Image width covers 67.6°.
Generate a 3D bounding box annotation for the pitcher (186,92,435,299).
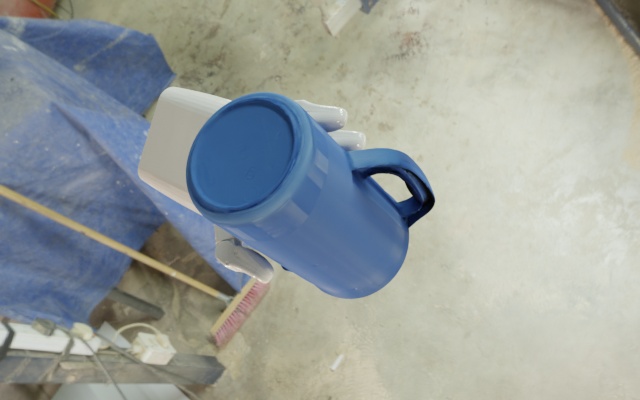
[{"bbox_3d":[0.000,0.001,0.441,0.145,0.149,0.243,24,-9,30],"label":"pitcher"}]
